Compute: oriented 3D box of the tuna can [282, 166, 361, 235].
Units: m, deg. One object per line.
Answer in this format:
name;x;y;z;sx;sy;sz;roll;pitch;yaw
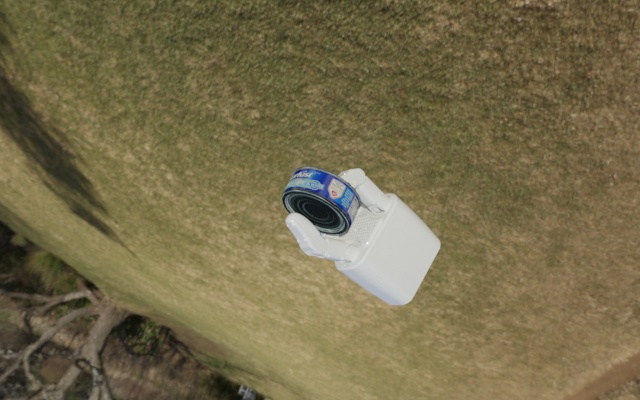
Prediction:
tuna can;0.000;0.002;0.538;0.086;0.033;0.086;21;-28;12
